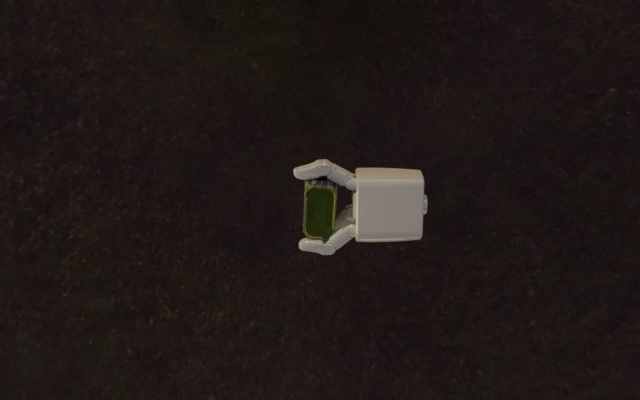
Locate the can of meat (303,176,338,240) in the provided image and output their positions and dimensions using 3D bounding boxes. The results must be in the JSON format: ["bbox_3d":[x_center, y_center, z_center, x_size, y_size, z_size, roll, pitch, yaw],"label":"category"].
[{"bbox_3d":[0.000,0.003,0.787,0.057,0.102,0.084,3,27,0],"label":"can of meat"}]
